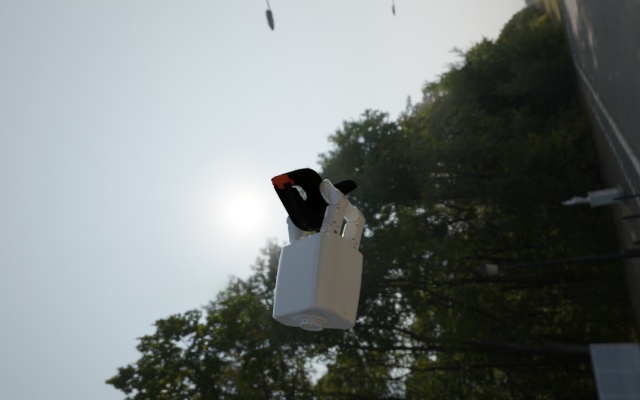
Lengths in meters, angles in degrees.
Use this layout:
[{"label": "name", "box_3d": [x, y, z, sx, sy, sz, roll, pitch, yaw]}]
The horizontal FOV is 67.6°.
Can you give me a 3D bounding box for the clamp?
[{"label": "clamp", "box_3d": [-0.001, 0.002, 0.726, 0.036, 0.164, 0.210, -10, -34, 31]}]
